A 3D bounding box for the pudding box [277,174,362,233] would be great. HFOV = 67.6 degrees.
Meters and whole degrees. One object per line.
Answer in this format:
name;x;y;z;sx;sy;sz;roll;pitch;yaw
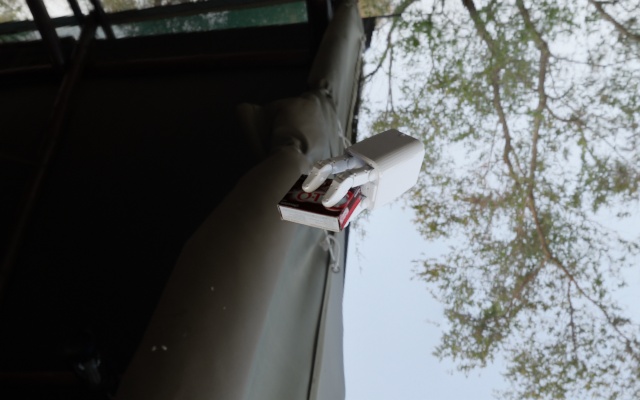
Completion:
pudding box;0.000;0.003;0.785;0.113;0.039;0.090;9;40;26
